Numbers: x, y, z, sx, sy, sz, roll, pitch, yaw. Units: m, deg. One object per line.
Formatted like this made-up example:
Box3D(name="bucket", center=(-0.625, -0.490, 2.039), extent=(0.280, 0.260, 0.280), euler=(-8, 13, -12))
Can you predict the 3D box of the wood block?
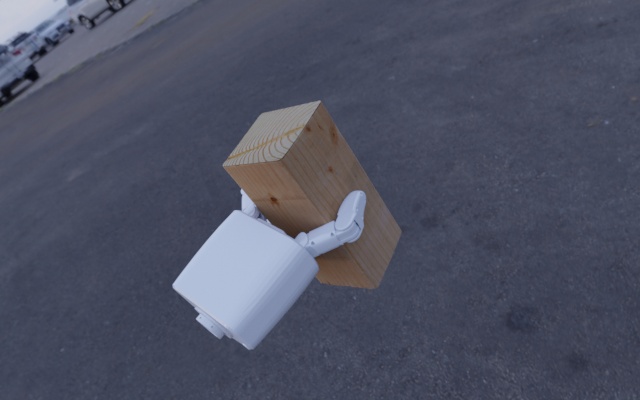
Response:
Box3D(name="wood block", center=(0.000, 0.002, 0.542), extent=(0.091, 0.090, 0.206), euler=(-2, -44, 40))
